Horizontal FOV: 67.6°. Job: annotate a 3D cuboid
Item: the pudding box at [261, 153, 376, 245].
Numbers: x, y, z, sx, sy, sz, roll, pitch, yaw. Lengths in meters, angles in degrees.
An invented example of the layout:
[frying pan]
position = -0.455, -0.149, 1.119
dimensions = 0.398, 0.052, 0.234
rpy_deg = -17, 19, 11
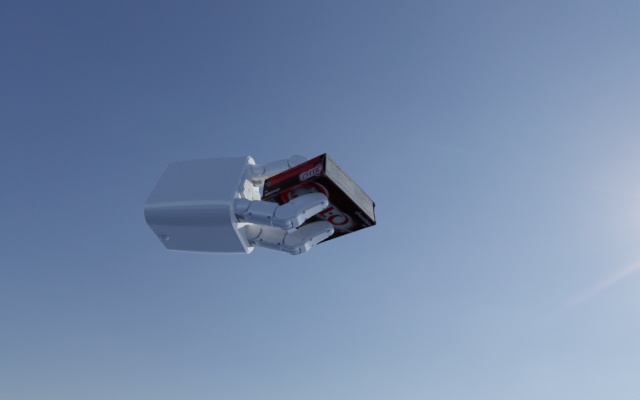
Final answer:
[pudding box]
position = 0.000, 0.002, 0.566
dimensions = 0.090, 0.039, 0.113
rpy_deg = -20, -41, 30
